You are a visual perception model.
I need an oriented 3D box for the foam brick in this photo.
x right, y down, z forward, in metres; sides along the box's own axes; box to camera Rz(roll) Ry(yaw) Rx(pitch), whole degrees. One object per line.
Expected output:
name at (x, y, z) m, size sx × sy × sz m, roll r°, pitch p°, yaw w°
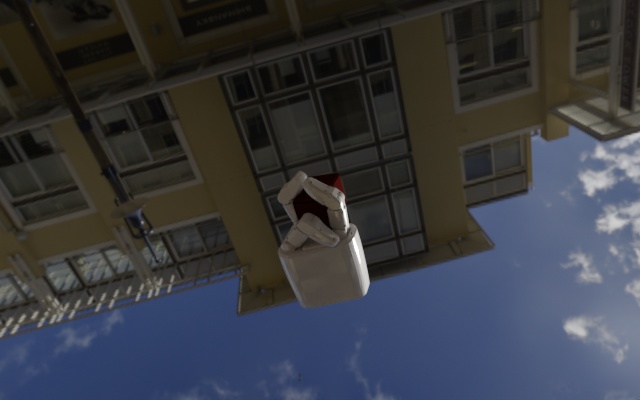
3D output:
foam brick at (0.000, 0.002, 0.705) m, size 0.053 × 0.051 × 0.078 m, roll -5°, pitch 31°, yaw 23°
